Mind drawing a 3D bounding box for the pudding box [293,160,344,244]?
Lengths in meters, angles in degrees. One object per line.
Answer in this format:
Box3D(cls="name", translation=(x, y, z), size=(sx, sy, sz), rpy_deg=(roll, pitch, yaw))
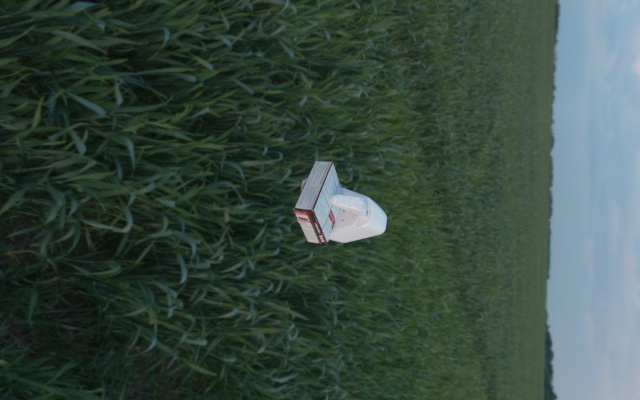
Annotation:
Box3D(cls="pudding box", translation=(0.000, 0.003, 0.799), size=(0.039, 0.113, 0.090), rpy_deg=(2, -41, 23))
